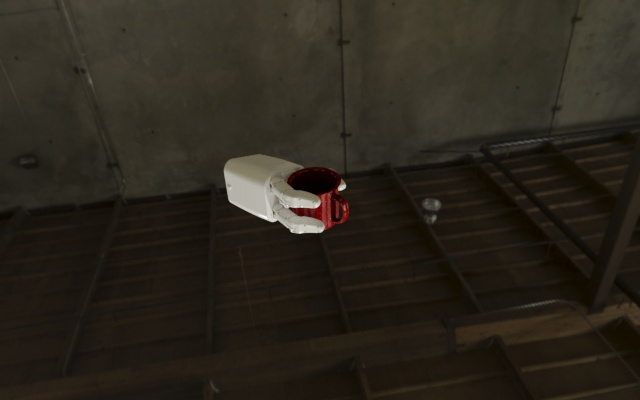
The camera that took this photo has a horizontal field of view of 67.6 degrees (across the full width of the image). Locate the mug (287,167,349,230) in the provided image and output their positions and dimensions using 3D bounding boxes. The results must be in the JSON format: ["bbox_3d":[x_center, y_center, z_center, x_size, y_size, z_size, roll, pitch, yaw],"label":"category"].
[{"bbox_3d":[0.001,0.003,0.828,0.117,0.082,0.093,21,41,31],"label":"mug"}]
